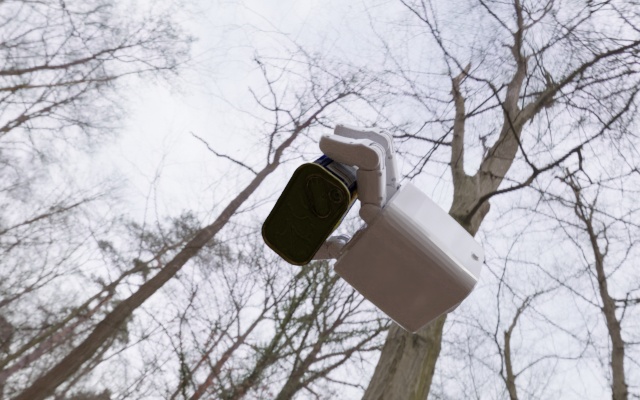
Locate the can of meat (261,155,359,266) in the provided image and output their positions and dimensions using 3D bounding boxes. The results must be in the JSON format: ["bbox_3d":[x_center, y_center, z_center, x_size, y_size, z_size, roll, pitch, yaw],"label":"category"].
[{"bbox_3d":[0.000,0.001,0.463,0.057,0.102,0.084,37,30,7],"label":"can of meat"}]
